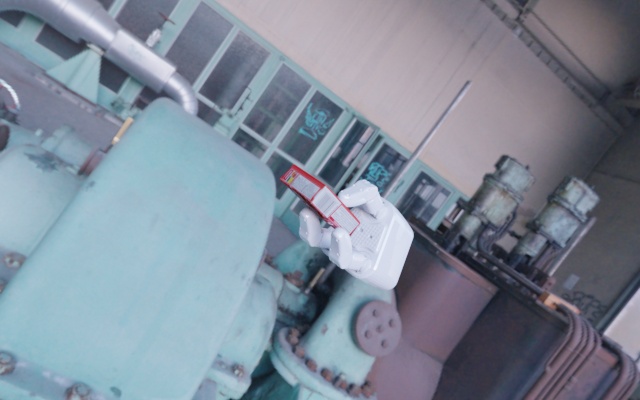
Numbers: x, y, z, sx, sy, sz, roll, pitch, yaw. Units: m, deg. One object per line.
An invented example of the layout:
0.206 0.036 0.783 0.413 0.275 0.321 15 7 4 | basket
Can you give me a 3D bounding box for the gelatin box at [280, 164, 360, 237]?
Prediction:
0.000 0.001 0.589 0.073 0.030 0.089 37 -7 47 | gelatin box
